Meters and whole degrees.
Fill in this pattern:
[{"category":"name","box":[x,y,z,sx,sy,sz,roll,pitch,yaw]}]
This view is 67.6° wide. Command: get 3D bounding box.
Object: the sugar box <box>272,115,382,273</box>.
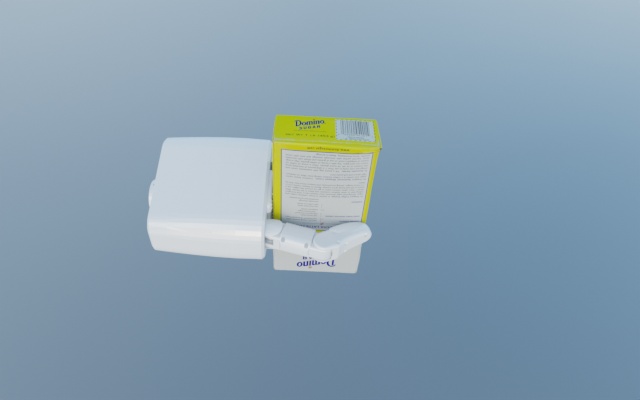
[{"category":"sugar box","box":[0.000,0.001,0.469,0.093,0.048,0.176,3,-43,-3]}]
